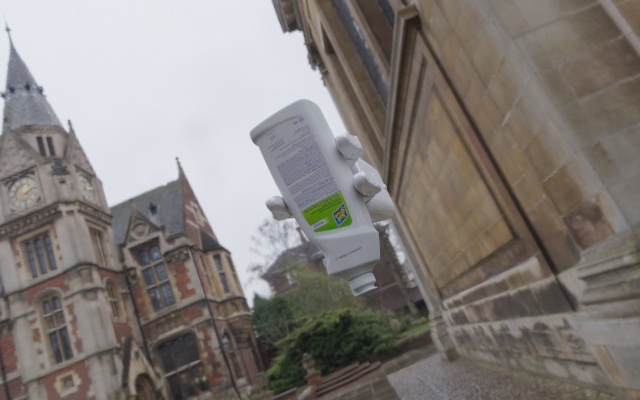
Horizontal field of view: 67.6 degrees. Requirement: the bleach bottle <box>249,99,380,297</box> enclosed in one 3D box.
[{"bbox_3d":[0.000,0.002,0.600,0.102,0.250,0.068,-29,-18,20],"label":"bleach bottle"}]
